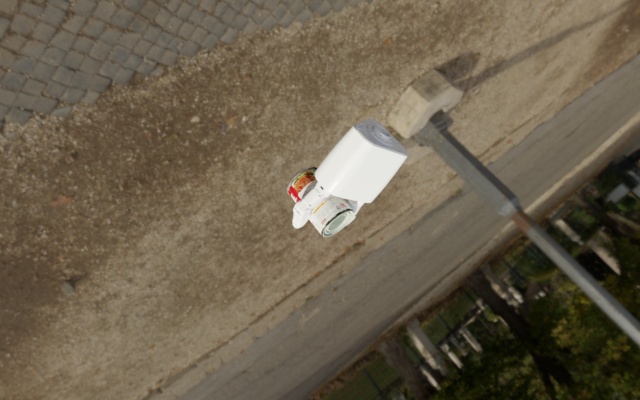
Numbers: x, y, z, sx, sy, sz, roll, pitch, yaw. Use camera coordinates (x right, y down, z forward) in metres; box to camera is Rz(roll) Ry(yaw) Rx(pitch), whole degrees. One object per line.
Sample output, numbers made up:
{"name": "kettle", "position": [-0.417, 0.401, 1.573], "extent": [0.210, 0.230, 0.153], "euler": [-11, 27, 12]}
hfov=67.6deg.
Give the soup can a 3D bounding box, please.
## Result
{"name": "soup can", "position": [0.000, 0.003, 0.807], "extent": [0.068, 0.102, 0.068], "euler": [-33, -23, -16]}
